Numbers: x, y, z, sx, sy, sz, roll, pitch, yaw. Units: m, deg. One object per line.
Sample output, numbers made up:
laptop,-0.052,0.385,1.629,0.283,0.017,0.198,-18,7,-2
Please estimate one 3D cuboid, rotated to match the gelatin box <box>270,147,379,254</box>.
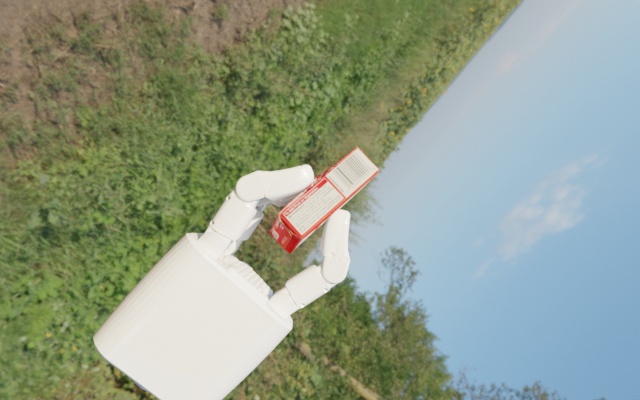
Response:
gelatin box,0.001,0.001,0.401,0.089,0.030,0.073,-41,-3,-17
